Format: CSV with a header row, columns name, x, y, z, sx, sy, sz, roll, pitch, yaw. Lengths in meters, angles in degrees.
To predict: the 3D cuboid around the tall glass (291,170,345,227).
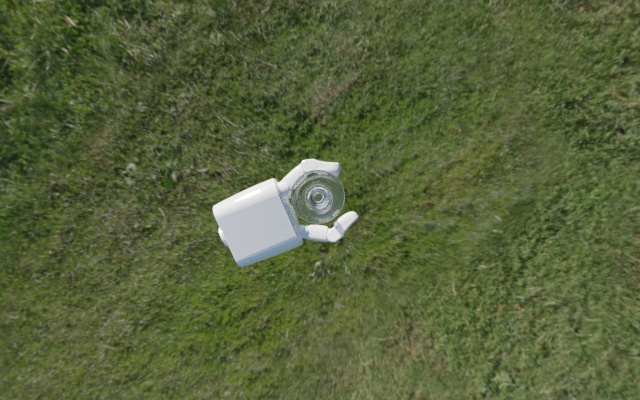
name,x,y,z,sx,sy,sz,roll,pitch,yaw
tall glass,0.000,0.002,0.749,0.079,0.079,0.201,0,-4,3
